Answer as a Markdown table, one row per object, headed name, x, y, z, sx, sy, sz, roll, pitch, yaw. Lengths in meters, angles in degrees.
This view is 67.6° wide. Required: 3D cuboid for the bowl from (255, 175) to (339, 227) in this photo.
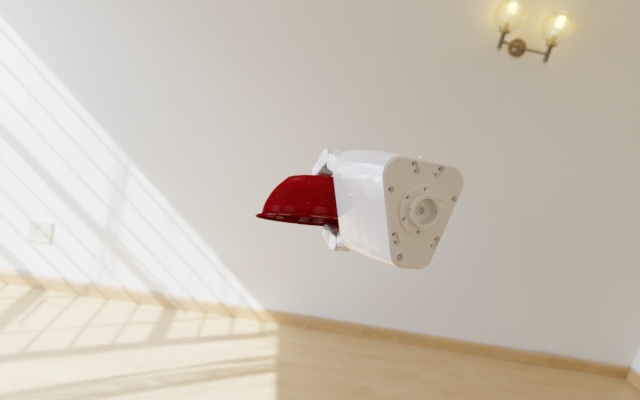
| name | x | y | z | sx | sy | sz | roll | pitch | yaw |
| --- | --- | --- | --- | --- | --- | --- | --- | --- | --- |
| bowl | -0.001 | 0.002 | 0.612 | 0.162 | 0.055 | 0.162 | 4 | -7 | 1 |
